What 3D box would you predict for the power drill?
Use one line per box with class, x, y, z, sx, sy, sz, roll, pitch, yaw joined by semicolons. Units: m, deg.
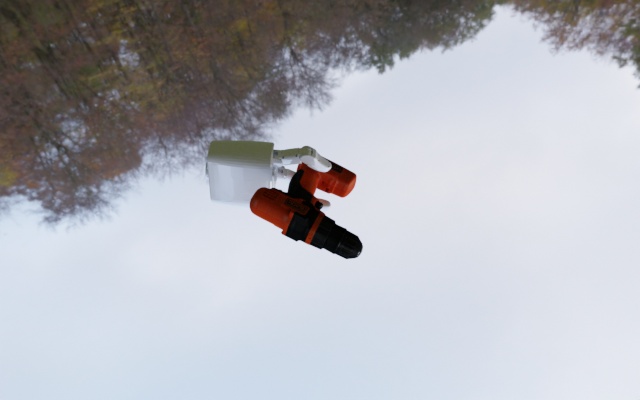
power drill;0.000;0.002;0.774;0.184;0.057;0.187;28;34;3
